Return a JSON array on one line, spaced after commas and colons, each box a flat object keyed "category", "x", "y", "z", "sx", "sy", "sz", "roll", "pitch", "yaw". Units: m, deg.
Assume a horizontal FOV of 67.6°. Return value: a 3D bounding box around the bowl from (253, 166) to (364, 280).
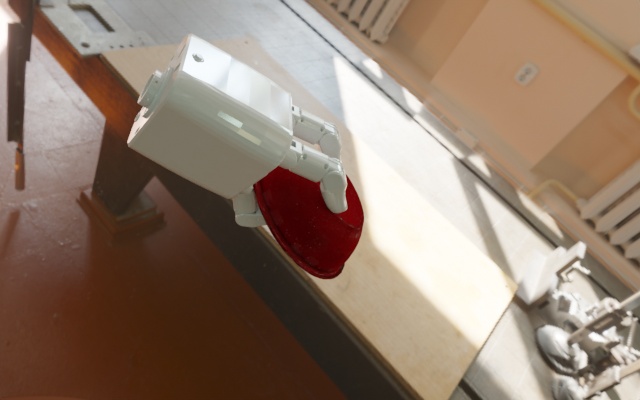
[{"category": "bowl", "x": 0.001, "y": 0.002, "z": 0.523, "sx": 0.055, "sy": 0.162, "sz": 0.162, "roll": -30, "pitch": -13, "yaw": 23}]
